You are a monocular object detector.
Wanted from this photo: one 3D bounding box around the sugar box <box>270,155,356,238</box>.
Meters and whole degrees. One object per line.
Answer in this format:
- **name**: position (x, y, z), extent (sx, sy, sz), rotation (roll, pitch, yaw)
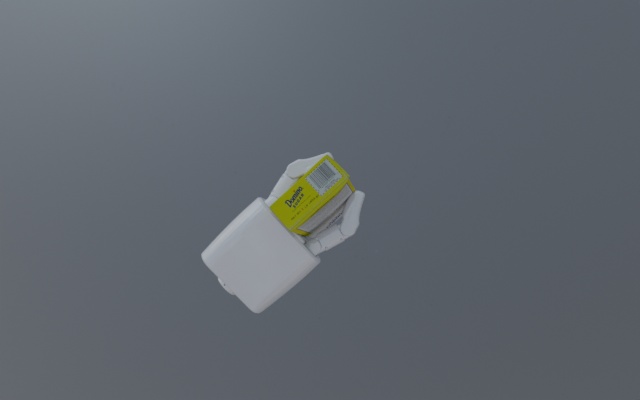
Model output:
- **sugar box**: position (0.000, 0.002, 0.622), extent (0.093, 0.048, 0.176), rotation (-42, -9, 1)
